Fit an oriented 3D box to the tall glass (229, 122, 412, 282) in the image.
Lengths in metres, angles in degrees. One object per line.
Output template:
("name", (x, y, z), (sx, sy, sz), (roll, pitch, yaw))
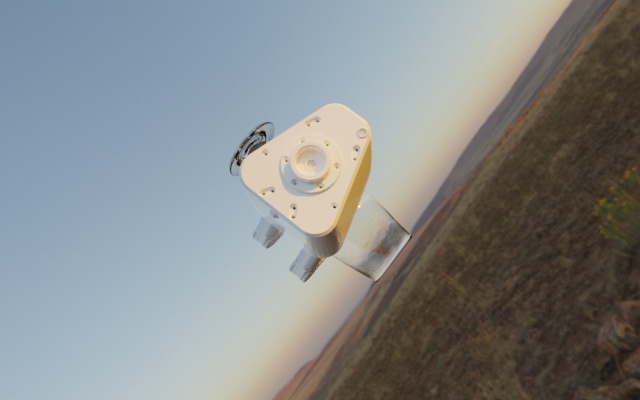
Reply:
("tall glass", (0.000, 0.001, 0.518), (0.201, 0.079, 0.079), (38, 8, 11))
